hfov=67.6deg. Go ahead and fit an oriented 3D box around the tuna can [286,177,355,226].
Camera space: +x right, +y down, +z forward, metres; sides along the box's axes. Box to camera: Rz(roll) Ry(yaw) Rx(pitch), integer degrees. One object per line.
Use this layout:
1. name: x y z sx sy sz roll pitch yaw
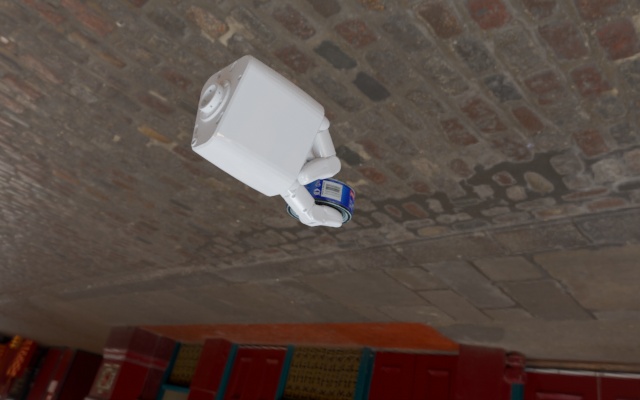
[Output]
1. tuna can: 0.000 0.003 0.608 0.086 0.033 0.086 7 -23 3
